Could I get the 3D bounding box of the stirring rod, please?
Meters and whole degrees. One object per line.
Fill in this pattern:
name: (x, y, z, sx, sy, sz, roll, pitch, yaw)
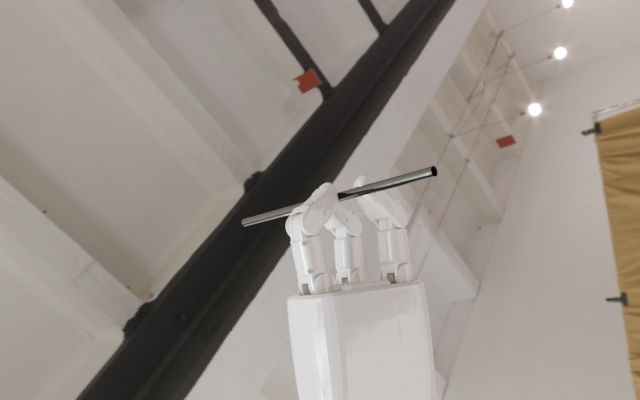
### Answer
stirring rod: (0.000, 0.001, 0.427, 0.011, 0.011, 0.239, 0, -11, -44)
